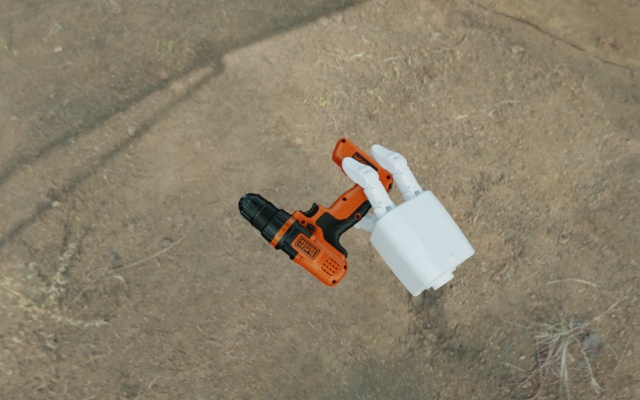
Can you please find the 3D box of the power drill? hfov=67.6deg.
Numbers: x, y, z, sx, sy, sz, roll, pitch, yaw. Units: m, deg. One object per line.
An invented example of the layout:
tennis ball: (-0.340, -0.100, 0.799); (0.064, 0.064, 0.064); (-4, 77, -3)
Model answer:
power drill: (0.001, 0.002, 0.694); (0.184, 0.187, 0.057); (39, -10, 1)
